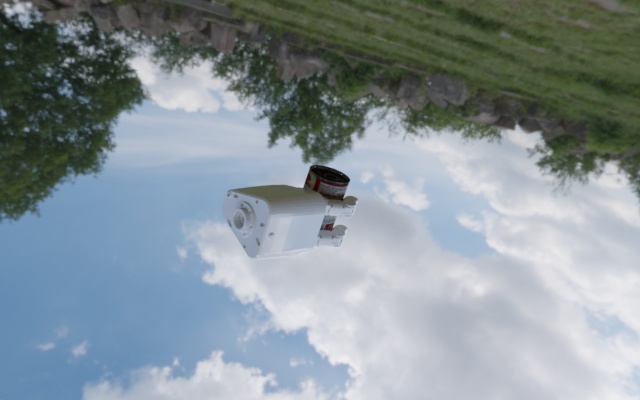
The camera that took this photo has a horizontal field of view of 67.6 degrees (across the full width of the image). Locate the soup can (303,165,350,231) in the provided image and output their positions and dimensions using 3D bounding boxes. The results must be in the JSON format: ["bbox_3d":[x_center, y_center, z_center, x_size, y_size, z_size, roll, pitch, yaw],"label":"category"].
[{"bbox_3d":[0.000,0.003,0.771,0.068,0.102,0.068,16,21,-6],"label":"soup can"}]
